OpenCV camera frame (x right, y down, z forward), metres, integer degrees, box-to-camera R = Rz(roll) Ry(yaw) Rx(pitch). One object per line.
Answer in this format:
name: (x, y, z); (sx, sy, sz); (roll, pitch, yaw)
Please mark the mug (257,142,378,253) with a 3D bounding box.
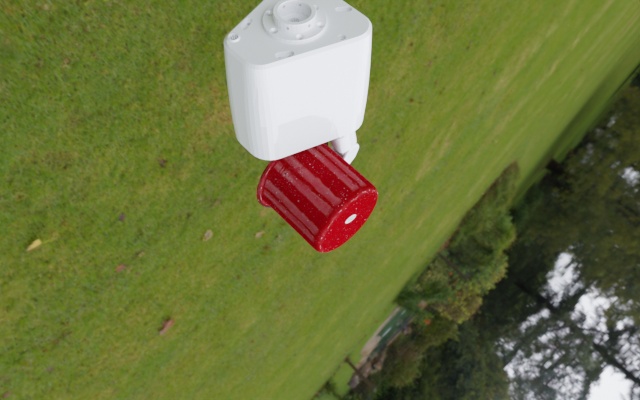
mug: (0.000, 0.002, 0.469); (0.093, 0.081, 0.117); (-38, -24, -21)
